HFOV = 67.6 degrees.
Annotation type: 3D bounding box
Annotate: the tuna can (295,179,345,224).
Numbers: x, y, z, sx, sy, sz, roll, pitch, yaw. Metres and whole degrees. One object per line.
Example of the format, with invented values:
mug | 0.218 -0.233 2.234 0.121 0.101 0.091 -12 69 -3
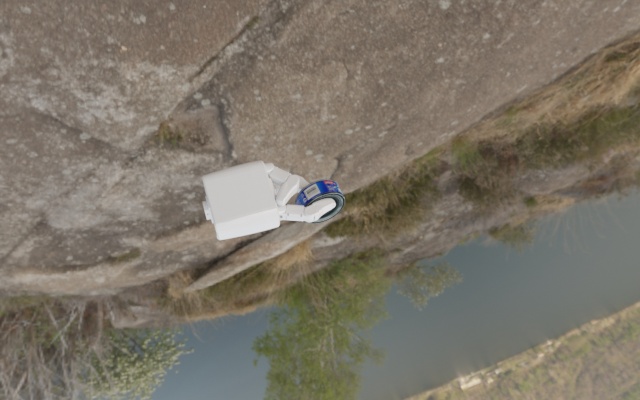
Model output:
tuna can | 0.000 0.003 0.854 0.086 0.033 0.086 -18 -35 -13
